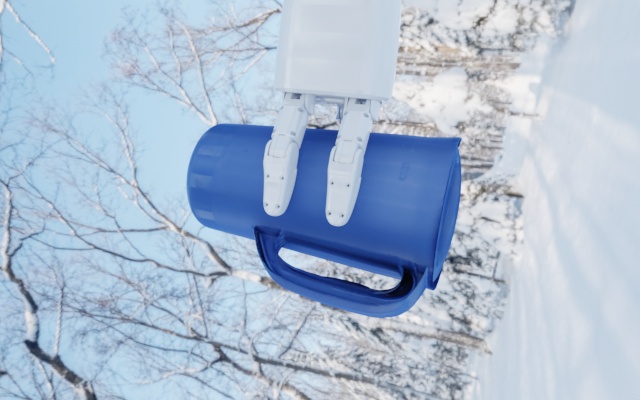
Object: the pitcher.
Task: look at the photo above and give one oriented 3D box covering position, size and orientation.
[{"bbox_3d":[0.000,0.001,0.440,0.243,0.145,0.149,10,9,19],"label":"pitcher"}]
